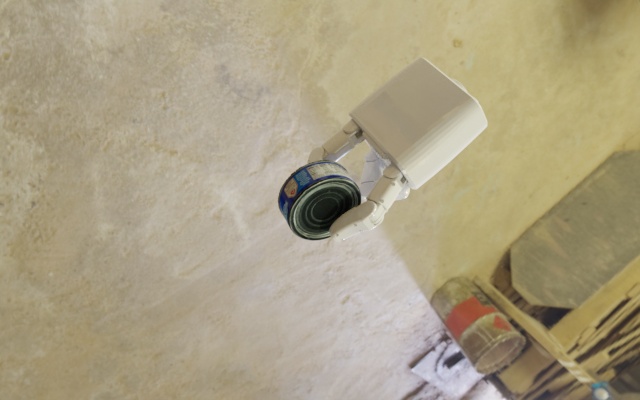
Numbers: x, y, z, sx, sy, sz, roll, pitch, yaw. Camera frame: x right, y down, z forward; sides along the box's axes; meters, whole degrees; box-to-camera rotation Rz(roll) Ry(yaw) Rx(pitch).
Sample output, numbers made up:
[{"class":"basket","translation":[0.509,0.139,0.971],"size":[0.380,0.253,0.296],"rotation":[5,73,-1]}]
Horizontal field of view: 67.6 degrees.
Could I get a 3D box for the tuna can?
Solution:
[{"class":"tuna can","translation":[0.000,0.002,0.511],"size":[0.086,0.086,0.033],"rotation":[0,36,-28]}]
